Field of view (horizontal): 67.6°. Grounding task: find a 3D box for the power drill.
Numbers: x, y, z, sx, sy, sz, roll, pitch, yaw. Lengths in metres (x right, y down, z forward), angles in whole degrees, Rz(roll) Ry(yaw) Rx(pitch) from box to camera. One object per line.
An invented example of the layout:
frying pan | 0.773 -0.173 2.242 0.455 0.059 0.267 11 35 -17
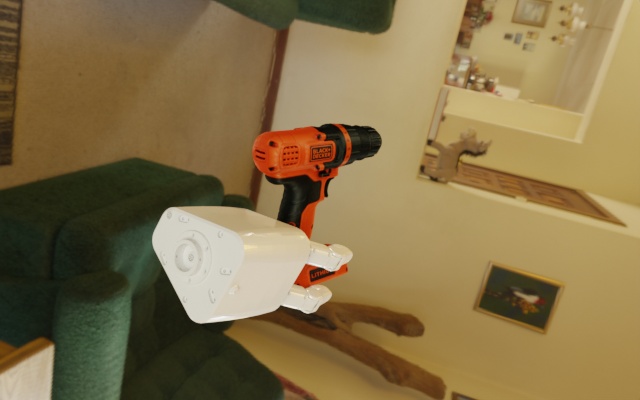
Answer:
power drill | 0.000 0.002 0.573 0.184 0.188 0.057 -11 21 -40
